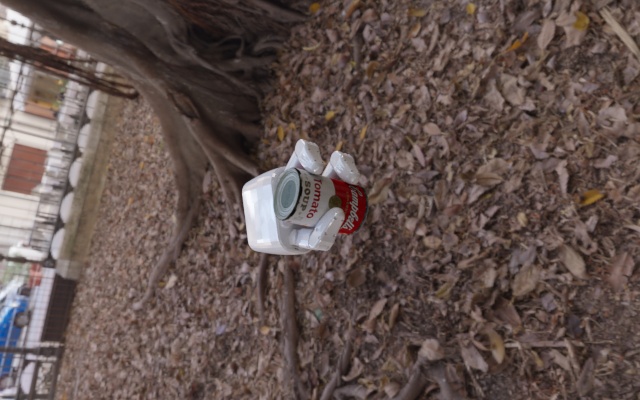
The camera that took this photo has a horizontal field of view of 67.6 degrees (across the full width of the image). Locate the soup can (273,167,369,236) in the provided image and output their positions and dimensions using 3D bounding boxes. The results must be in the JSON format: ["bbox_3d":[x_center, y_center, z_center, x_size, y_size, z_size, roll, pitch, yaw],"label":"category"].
[{"bbox_3d":[0.000,0.002,0.600,0.102,0.068,0.068,14,-8,-31],"label":"soup can"}]
